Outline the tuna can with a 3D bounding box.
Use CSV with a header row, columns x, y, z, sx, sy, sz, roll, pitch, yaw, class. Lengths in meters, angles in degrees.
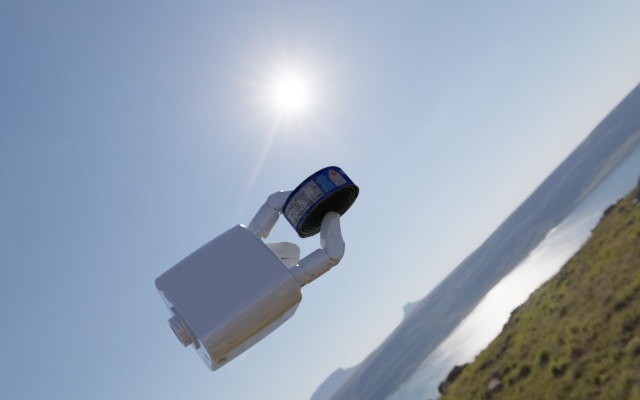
x,y,z,sx,sy,sz,roll,pitch,yaw,class
0.000,0.001,0.533,0.086,0.033,0.086,-35,-20,-15,tuna can
